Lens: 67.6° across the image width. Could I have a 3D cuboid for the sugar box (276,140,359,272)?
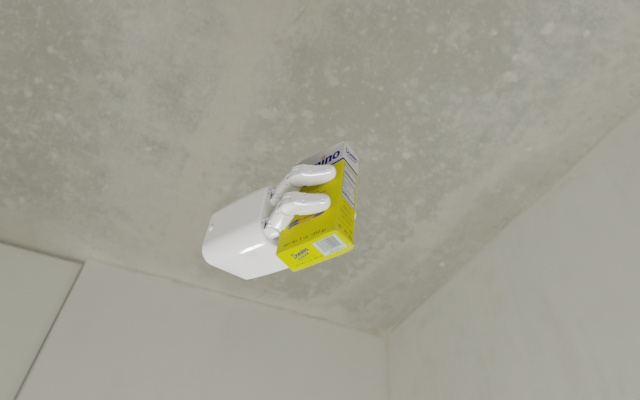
[{"bbox_3d":[0.000,0.002,0.634,0.093,0.176,0.048,-24,-52,26],"label":"sugar box"}]
